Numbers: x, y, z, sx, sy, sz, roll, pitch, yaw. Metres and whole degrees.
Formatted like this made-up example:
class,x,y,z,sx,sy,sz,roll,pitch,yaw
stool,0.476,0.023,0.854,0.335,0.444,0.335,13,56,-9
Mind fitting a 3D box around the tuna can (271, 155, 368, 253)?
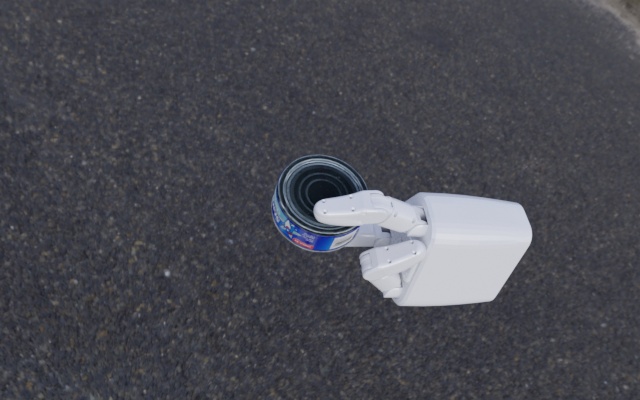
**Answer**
class,x,y,z,sx,sy,sz,roll,pitch,yaw
tuna can,0.000,0.001,0.429,0.086,0.086,0.034,0,-31,-15
